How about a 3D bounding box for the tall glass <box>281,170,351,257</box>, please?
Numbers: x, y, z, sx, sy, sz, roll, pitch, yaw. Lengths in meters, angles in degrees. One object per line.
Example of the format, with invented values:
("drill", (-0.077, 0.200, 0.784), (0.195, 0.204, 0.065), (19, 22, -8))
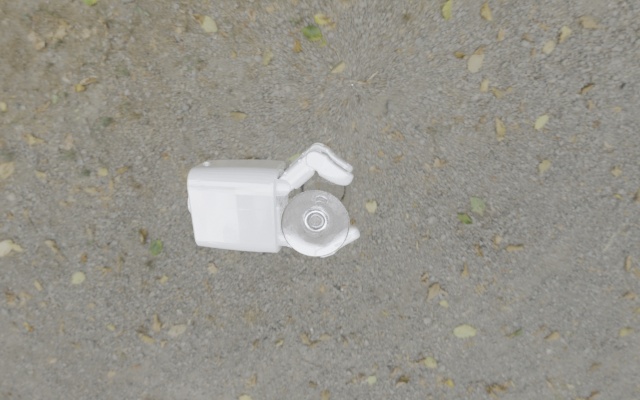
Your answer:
("tall glass", (0.000, 0.002, 0.605), (0.079, 0.079, 0.201), (0, 14, 4))
